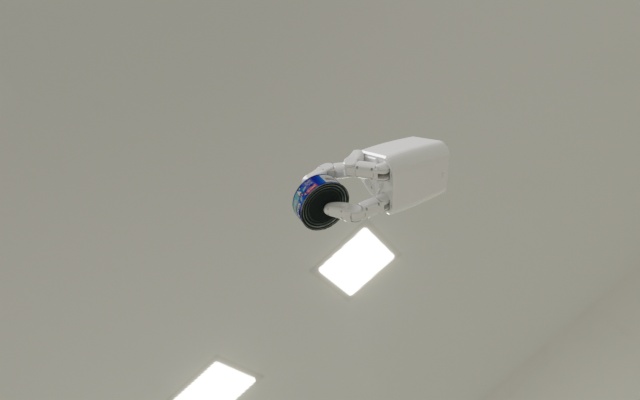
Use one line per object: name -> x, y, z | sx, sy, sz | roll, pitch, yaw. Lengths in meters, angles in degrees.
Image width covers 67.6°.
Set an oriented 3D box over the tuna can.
tuna can -> 0.000, 0.002, 0.744 | 0.086, 0.086, 0.033 | 0, 30, -35
